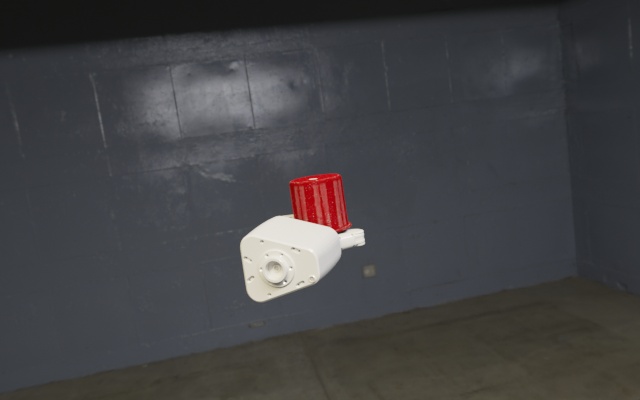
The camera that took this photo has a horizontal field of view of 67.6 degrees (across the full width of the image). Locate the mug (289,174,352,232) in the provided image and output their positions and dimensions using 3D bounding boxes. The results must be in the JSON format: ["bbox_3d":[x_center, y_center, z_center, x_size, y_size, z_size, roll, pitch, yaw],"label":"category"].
[{"bbox_3d":[0.001,0.002,0.749,0.093,0.081,0.117,-6,9,16],"label":"mug"}]
